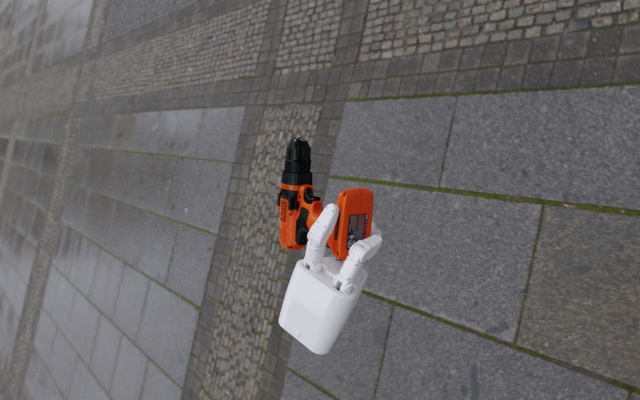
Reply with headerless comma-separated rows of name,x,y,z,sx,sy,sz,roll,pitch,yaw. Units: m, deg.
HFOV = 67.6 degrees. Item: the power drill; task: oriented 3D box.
power drill,0.000,0.003,0.728,0.057,0.184,0.187,-6,14,-34
